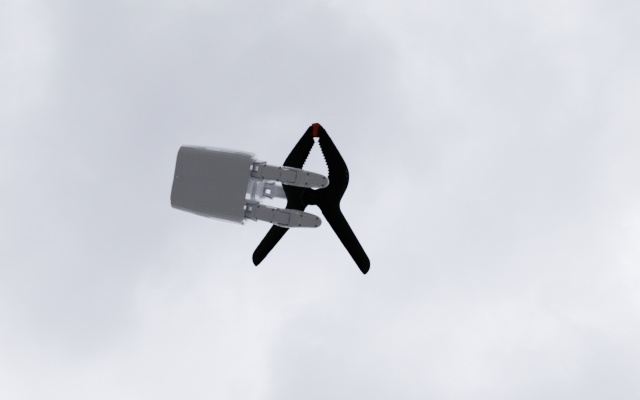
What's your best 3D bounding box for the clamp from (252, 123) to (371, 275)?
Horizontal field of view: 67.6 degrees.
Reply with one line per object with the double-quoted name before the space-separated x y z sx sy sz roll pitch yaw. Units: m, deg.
"clamp" 0.000 0.002 0.656 0.164 0.210 0.036 10 4 6
